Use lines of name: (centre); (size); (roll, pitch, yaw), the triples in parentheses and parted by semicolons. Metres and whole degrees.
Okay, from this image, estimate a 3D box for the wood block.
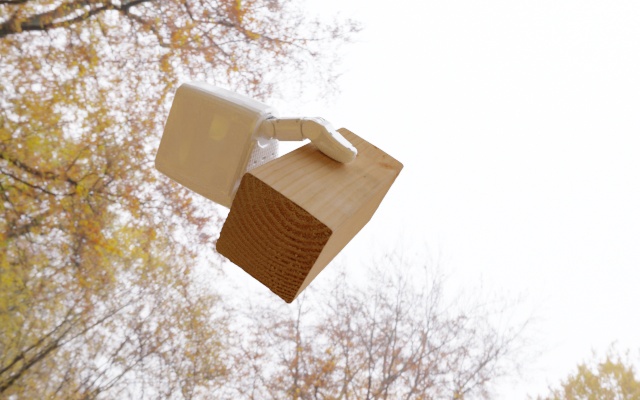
wood block: (0.000, 0.001, 0.487); (0.090, 0.091, 0.206); (34, 30, 11)
